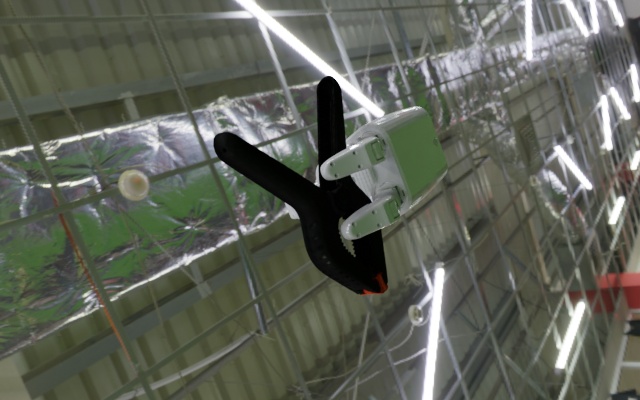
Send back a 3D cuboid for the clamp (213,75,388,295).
[{"bbox_3d":[0.000,0.002,0.431,0.036,0.210,0.164,-14,12,44],"label":"clamp"}]
